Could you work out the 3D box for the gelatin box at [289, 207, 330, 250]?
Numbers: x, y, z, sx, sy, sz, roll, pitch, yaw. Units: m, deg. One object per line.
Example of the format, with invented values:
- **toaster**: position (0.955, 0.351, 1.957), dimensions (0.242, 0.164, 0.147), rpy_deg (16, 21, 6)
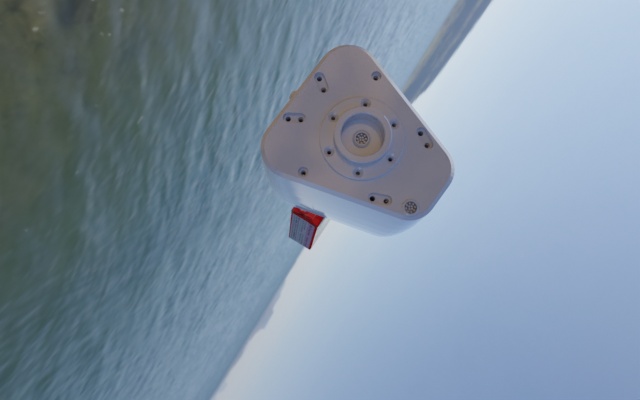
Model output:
- **gelatin box**: position (0.000, 0.002, 0.462), dimensions (0.030, 0.073, 0.089), rpy_deg (31, -19, 7)
